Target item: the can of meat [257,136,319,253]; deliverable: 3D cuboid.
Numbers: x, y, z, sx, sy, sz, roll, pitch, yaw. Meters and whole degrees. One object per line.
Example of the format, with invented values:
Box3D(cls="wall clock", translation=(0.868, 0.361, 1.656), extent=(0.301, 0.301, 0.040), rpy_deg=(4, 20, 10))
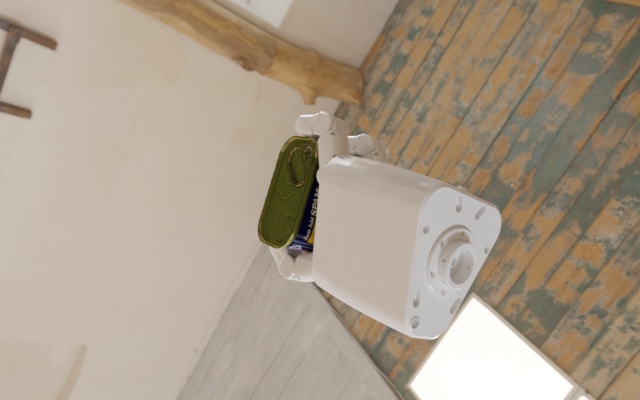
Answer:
Box3D(cls="can of meat", translation=(0.000, 0.002, 0.447), extent=(0.084, 0.102, 0.057), rpy_deg=(18, -2, -37))
